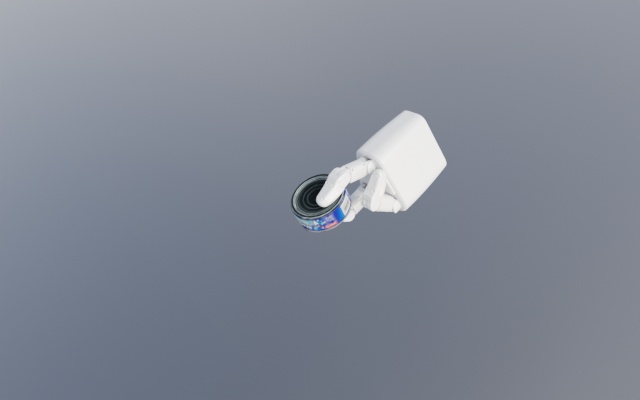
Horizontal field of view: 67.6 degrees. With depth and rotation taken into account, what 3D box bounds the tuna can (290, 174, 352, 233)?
[{"bbox_3d":[0.000,0.002,0.698,0.086,0.086,0.034,0,-37,26],"label":"tuna can"}]
